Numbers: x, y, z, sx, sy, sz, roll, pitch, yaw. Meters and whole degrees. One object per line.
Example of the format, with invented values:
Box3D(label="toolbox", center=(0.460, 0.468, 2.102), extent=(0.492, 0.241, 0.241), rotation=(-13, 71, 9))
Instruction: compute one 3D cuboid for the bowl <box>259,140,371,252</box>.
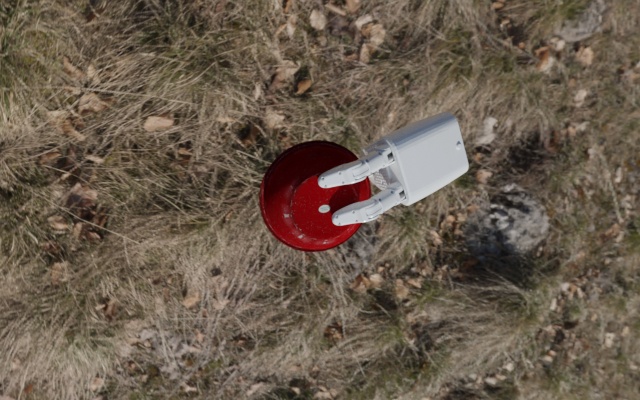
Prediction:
Box3D(label="bowl", center=(-0.001, 0.003, 0.645), extent=(0.162, 0.162, 0.055), rotation=(0, 14, -13))
